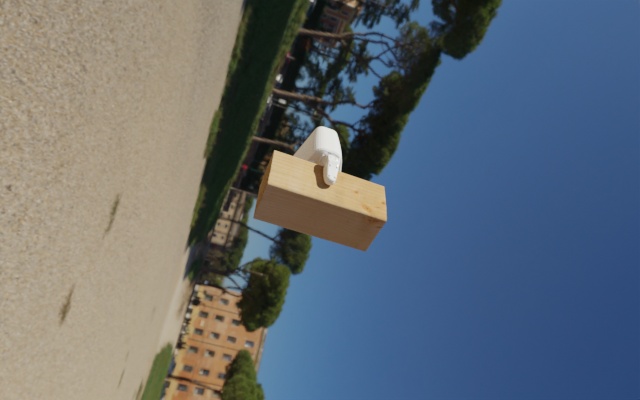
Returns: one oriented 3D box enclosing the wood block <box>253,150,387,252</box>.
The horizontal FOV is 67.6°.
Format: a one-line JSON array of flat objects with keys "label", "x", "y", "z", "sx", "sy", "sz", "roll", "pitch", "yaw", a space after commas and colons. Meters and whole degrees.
[{"label": "wood block", "x": 0.000, "y": 0.002, "z": 0.821, "sx": 0.206, "sy": 0.090, "sz": 0.091, "roll": 17, "pitch": -48, "yaw": -12}]
